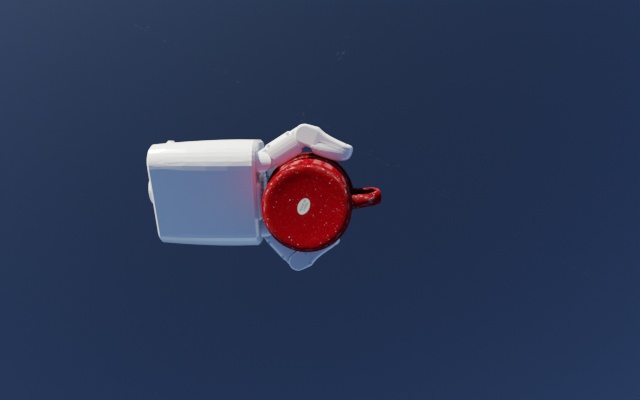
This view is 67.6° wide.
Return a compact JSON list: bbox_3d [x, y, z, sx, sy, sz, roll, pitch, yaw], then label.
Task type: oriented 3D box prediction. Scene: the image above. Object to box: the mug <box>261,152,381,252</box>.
[{"bbox_3d":[0.002,0.002,0.459,0.117,0.093,0.081,-2,8,1],"label":"mug"}]
